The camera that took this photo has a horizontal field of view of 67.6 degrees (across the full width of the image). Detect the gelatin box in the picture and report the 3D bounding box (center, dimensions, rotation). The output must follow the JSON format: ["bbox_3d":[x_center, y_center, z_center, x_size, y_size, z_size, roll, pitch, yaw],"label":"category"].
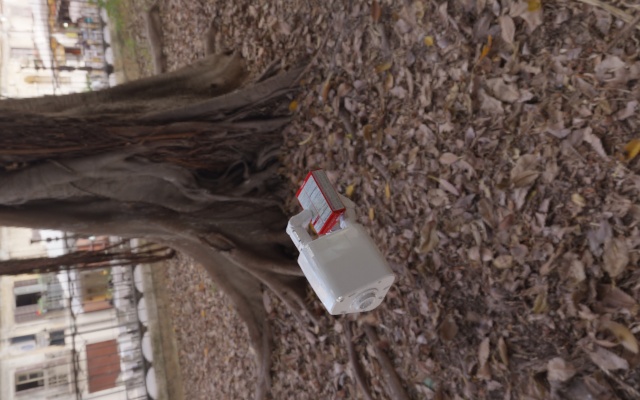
[{"bbox_3d":[0.000,0.002,0.807,0.030,0.089,0.073,-15,-26,-33],"label":"gelatin box"}]
